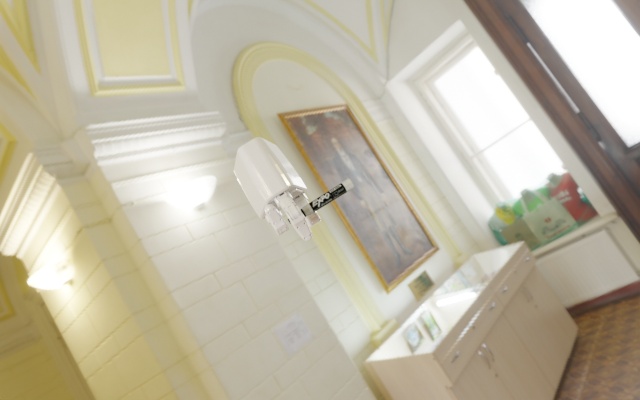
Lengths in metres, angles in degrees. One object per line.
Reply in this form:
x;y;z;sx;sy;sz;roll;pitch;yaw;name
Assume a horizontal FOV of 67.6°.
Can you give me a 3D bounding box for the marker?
0.000;0.003;0.776;0.121;0.020;0.020;-32;5;-8;marker
